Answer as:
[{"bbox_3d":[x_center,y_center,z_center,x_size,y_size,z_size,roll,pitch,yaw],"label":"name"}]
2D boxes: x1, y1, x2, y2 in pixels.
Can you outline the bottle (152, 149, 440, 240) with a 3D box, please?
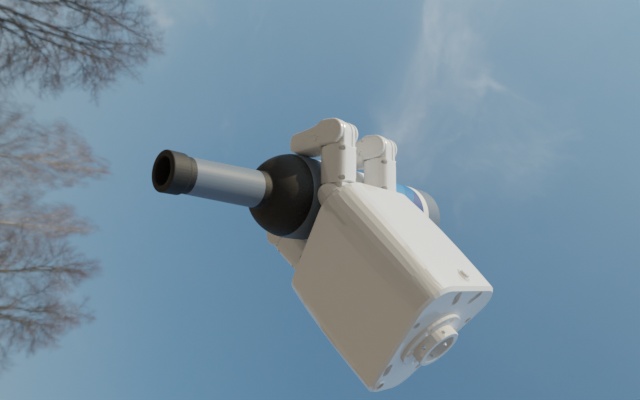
[{"bbox_3d":[0.000,0.001,0.404,0.069,0.069,0.296,0,-8,42],"label":"bottle"}]
